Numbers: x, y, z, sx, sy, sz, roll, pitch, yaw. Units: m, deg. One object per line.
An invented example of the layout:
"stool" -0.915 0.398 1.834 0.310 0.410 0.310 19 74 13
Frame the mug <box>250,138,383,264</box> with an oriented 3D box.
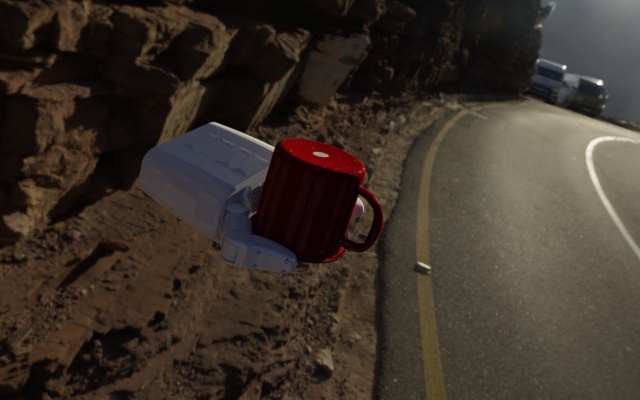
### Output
"mug" 0.001 0.002 0.415 0.117 0.081 0.093 27 23 22
